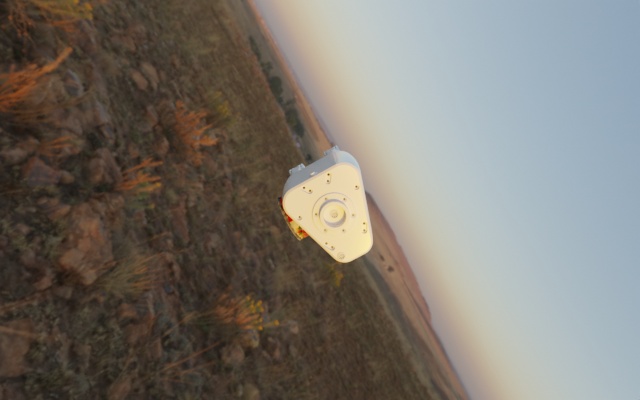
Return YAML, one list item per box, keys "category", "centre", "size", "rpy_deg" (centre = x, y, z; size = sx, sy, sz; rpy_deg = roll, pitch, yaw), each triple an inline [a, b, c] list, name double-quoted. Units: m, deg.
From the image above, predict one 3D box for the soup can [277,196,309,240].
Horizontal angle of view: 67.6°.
- category: "soup can"
  centre: [0.000, 0.002, 0.670]
  size: [0.102, 0.068, 0.068]
  rpy_deg: [-28, -3, 5]
